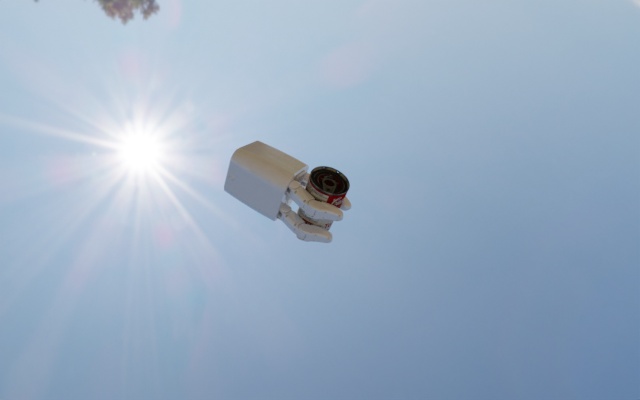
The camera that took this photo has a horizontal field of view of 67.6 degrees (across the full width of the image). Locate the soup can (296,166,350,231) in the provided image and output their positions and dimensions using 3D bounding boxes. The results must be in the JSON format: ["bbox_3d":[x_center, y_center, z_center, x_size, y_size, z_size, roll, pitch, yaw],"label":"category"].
[{"bbox_3d":[0.001,0.003,0.800,0.068,0.102,0.068,14,40,-12],"label":"soup can"}]
